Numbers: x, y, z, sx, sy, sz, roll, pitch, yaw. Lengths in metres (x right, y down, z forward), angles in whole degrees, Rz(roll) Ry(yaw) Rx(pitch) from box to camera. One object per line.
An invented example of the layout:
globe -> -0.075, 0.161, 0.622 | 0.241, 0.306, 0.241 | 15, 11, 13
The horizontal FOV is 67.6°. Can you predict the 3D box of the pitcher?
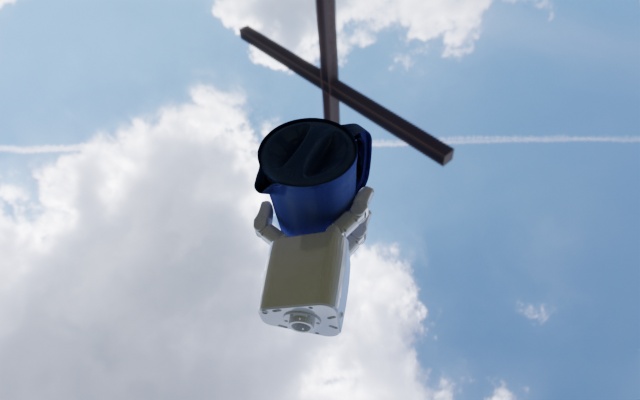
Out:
pitcher -> 0.000, 0.002, 0.717 | 0.149, 0.145, 0.243 | 2, -40, 7
